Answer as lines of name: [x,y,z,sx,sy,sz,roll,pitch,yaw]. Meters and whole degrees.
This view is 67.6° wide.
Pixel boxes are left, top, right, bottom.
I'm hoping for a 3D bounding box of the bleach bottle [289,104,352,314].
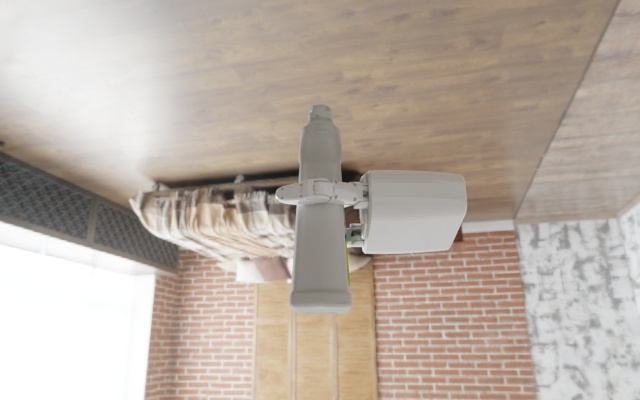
bleach bottle: [0.000,0.002,0.560,0.068,0.250,0.103,0,-17,1]
